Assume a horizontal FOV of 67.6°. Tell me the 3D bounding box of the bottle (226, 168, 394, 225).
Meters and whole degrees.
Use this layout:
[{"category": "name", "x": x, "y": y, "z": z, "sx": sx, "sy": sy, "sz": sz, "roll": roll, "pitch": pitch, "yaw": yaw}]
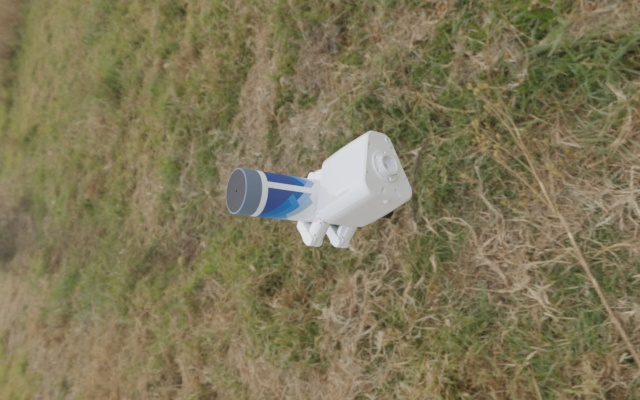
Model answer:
[{"category": "bottle", "x": 0.000, "y": 0.002, "z": 0.756, "sx": 0.296, "sy": 0.069, "sz": 0.069, "roll": 8, "pitch": -4, "yaw": -35}]
